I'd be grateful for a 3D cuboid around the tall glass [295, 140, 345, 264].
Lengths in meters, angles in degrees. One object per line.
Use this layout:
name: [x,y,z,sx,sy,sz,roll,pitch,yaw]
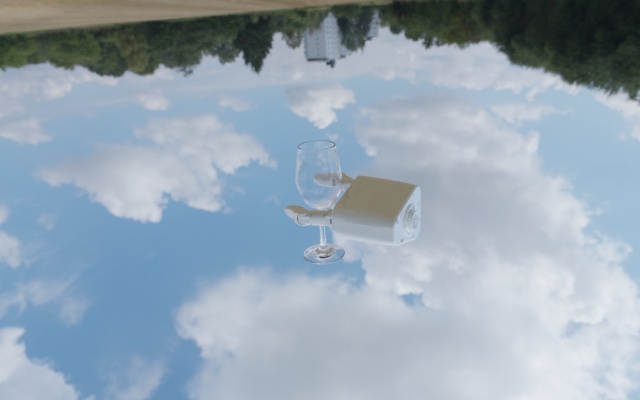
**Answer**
tall glass: [0.000,0.003,0.810,0.079,0.201,0.079,-4,22,2]
